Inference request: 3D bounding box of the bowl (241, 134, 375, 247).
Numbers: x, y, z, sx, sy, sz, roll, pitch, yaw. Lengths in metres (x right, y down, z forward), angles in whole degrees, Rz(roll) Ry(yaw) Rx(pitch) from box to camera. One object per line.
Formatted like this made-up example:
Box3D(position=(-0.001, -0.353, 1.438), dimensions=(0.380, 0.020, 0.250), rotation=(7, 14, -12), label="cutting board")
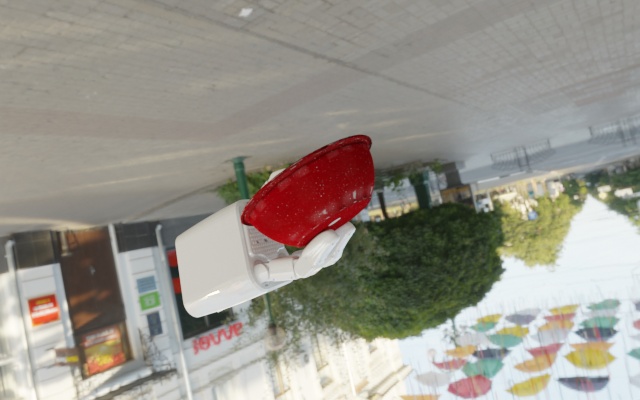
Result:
Box3D(position=(0.001, 0.001, 0.498), dimensions=(0.162, 0.055, 0.162), rotation=(-32, -13, -8), label="bowl")
